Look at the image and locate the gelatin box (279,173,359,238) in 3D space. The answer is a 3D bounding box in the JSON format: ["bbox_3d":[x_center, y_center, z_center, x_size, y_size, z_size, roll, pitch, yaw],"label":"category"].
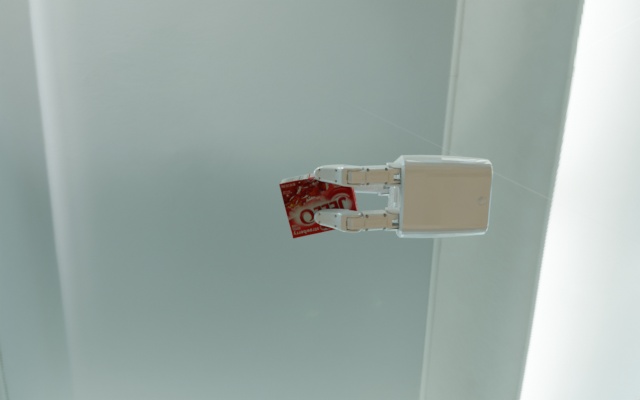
[{"bbox_3d":[0.000,0.002,0.600,0.089,0.073,0.030,-12,14,7],"label":"gelatin box"}]
